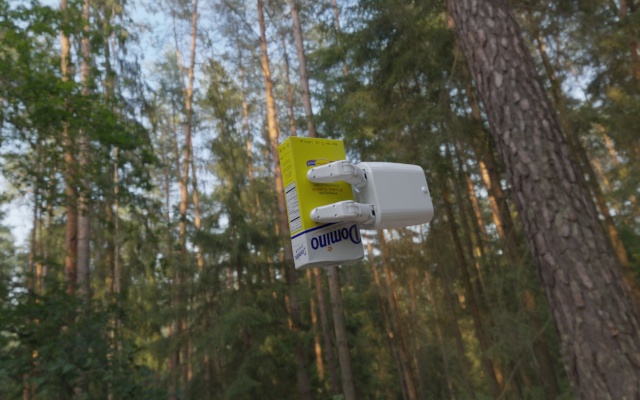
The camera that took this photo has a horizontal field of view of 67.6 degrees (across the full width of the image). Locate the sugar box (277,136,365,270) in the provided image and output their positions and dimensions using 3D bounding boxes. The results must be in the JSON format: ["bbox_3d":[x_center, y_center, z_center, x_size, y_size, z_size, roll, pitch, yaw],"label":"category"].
[{"bbox_3d":[0.000,0.002,0.658,0.093,0.176,0.048,-1,-19,-32],"label":"sugar box"}]
